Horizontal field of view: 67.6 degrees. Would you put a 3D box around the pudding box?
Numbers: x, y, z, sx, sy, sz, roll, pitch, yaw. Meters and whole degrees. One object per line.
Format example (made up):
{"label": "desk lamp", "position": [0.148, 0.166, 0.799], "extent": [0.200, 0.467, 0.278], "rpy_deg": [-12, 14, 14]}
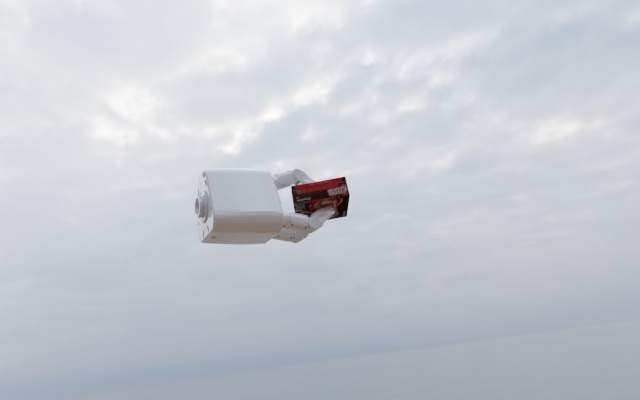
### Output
{"label": "pudding box", "position": [0.000, 0.002, 0.794], "extent": [0.090, 0.039, 0.113], "rpy_deg": [-9, -17, -2]}
